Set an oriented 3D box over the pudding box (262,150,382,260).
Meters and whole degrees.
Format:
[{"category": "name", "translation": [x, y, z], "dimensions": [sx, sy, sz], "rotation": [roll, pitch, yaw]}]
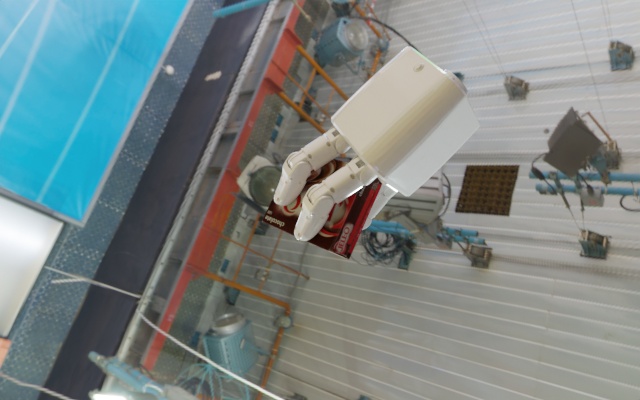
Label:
[{"category": "pudding box", "translation": [0.000, 0.002, 0.506], "dimensions": [0.113, 0.090, 0.039], "rotation": [18, -9, 46]}]
